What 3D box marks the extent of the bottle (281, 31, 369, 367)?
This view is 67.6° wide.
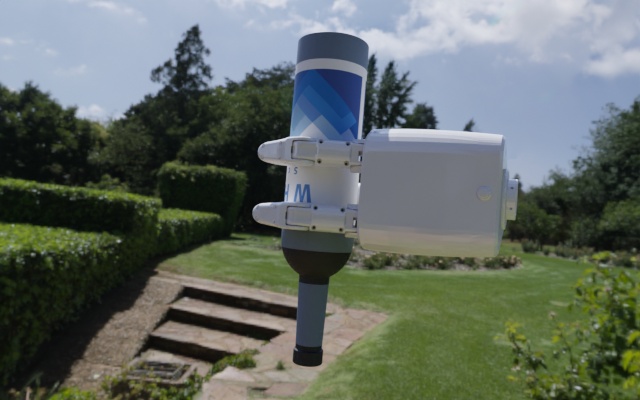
[{"bbox_3d":[0.000,0.001,0.441,0.069,0.295,0.069,5,-2,0],"label":"bottle"}]
